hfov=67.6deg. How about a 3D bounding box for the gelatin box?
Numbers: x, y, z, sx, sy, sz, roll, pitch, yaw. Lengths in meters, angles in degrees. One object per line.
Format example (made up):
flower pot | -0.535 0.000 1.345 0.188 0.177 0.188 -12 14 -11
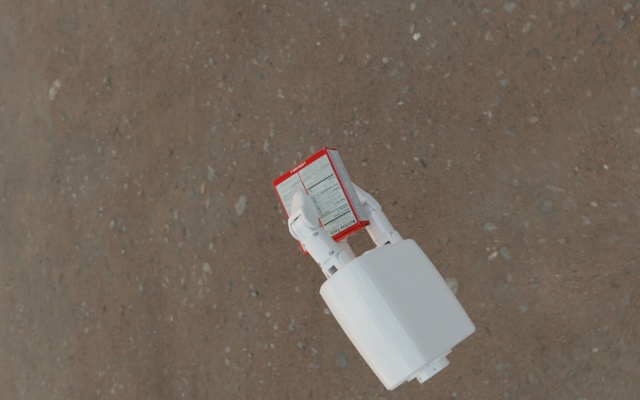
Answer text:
gelatin box | 0.000 0.001 0.491 0.073 0.089 0.030 -31 -14 27
